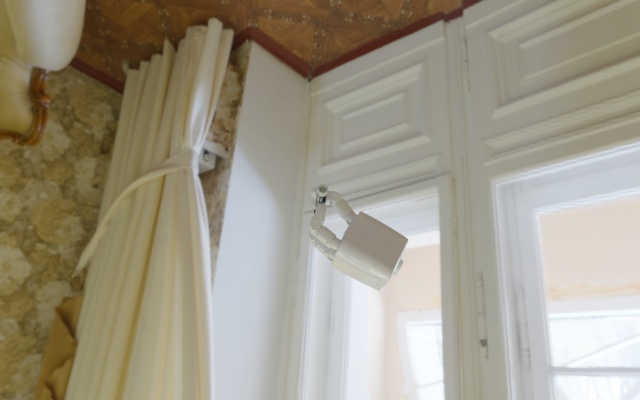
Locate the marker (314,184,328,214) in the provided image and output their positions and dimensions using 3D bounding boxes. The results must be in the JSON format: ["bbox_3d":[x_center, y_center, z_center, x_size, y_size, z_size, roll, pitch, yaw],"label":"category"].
[{"bbox_3d":[0.000,0.003,0.896,0.020,0.020,0.121,0,-23,-4],"label":"marker"}]
